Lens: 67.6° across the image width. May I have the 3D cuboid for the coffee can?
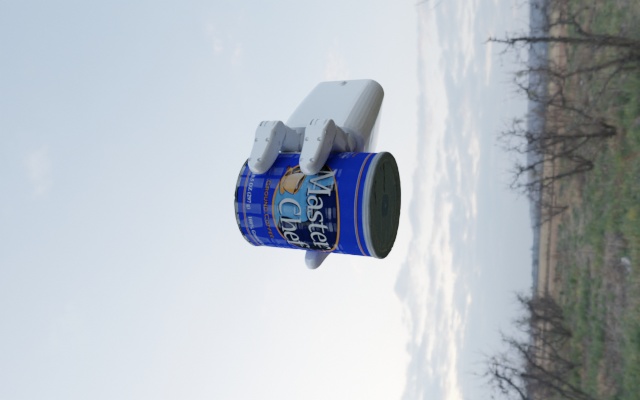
[{"bbox_3d":[0.000,0.002,0.482,0.140,0.103,0.103,3,1,25],"label":"coffee can"}]
